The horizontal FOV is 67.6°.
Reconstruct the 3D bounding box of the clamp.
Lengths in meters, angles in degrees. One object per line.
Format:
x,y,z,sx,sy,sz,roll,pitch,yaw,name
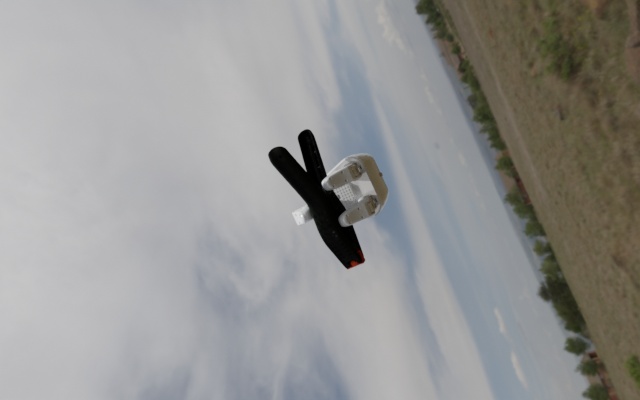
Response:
0.000,0.003,0.653,0.036,0.210,0.164,-25,3,19,clamp
